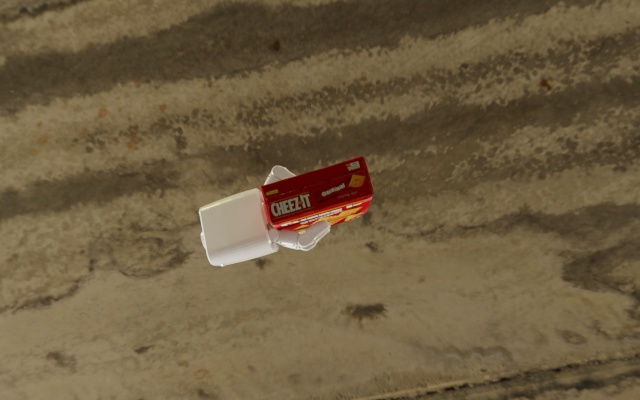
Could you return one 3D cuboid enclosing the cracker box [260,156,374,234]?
[{"bbox_3d":[0.000,0.003,0.810,0.164,0.072,0.214,-17,-9,0],"label":"cracker box"}]
